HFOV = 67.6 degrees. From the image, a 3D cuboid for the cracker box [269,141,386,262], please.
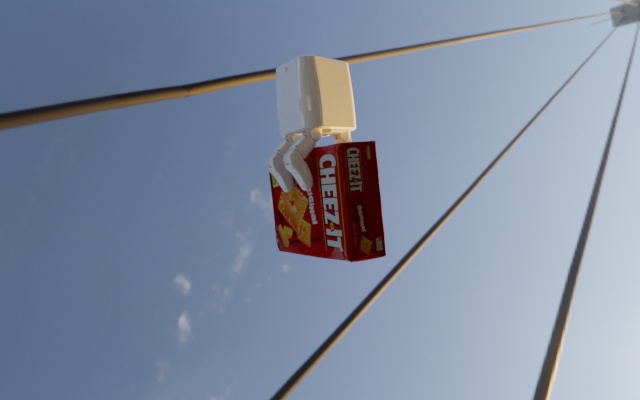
[{"bbox_3d":[0.000,0.002,0.735,0.072,0.164,0.213,-8,3,-32],"label":"cracker box"}]
